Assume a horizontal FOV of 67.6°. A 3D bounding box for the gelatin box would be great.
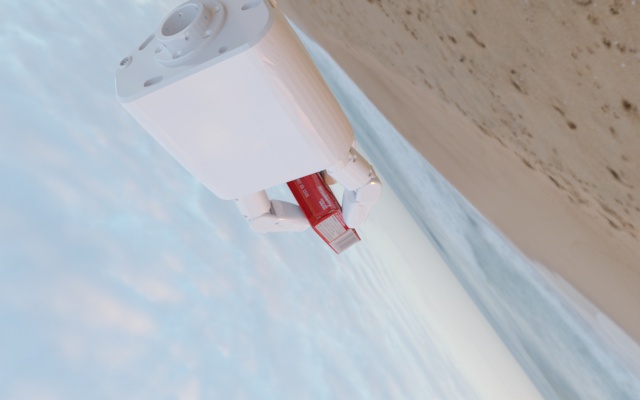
[{"bbox_3d":[0.000,0.002,0.434,0.030,0.073,0.089,-32,-28,3],"label":"gelatin box"}]
